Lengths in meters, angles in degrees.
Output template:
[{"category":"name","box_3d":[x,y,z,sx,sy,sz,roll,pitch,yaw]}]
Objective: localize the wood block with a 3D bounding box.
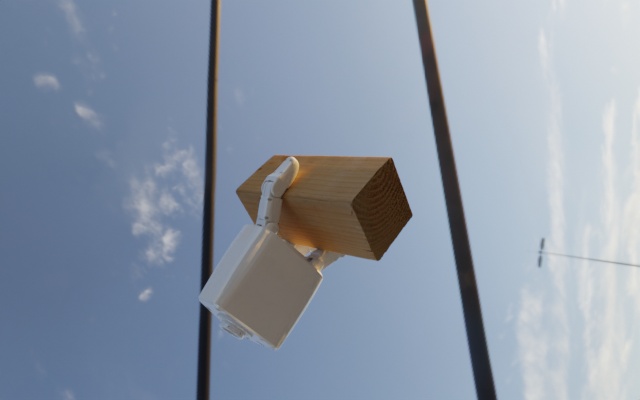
[{"category":"wood block","box_3d":[0.000,0.002,0.617,0.206,0.091,0.090,6,42,43]}]
